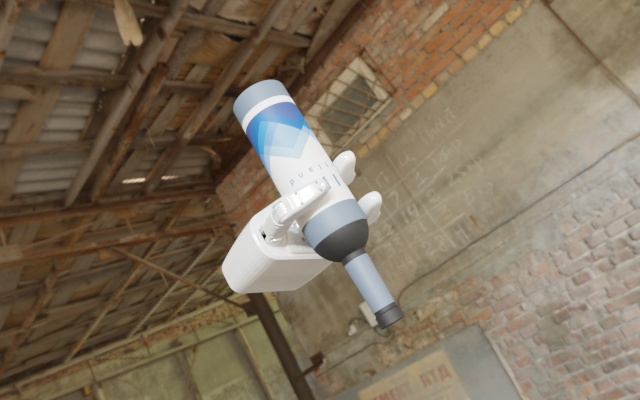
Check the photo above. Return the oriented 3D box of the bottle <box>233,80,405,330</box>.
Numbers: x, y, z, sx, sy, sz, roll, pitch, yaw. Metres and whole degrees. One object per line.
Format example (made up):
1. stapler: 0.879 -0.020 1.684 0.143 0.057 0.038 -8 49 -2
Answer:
1. bottle: 0.000 0.001 0.517 0.069 0.295 0.069 -28 -17 -10
